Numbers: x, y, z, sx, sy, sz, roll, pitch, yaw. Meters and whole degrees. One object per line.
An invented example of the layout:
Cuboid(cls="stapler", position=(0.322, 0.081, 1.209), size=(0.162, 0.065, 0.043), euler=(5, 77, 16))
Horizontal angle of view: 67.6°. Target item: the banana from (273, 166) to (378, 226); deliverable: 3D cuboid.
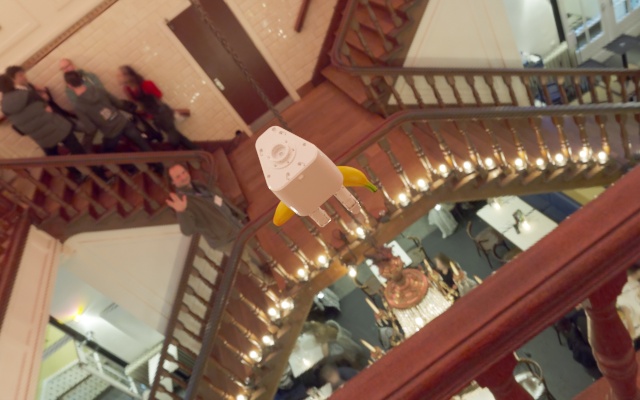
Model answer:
Cuboid(cls="banana", position=(-0.003, -0.016, 0.853), size=(0.198, 0.069, 0.037), euler=(-19, -5, 10))
